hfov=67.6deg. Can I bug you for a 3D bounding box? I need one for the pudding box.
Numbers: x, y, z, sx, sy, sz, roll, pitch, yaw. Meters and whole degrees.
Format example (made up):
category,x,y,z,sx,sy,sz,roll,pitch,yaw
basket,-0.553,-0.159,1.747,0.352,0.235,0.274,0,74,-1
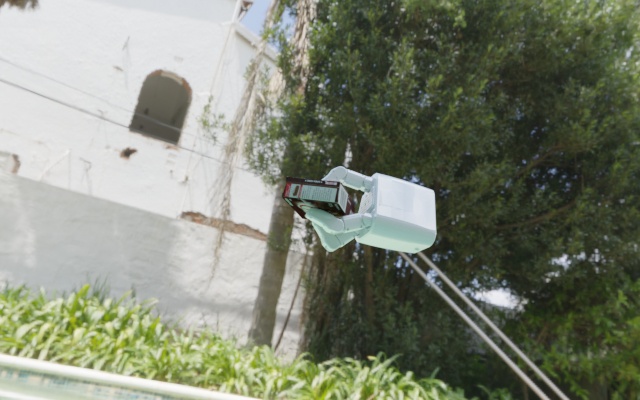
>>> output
category,x,y,z,sx,sy,sz,roll,pitch,yaw
pudding box,0.000,0.002,0.750,0.090,0.039,0.113,6,-20,17
